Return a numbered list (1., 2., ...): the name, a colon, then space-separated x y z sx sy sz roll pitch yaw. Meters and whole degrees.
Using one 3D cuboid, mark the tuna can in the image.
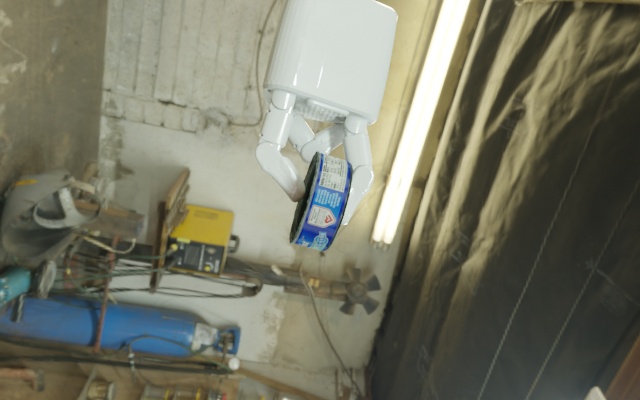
1. tuna can: 0.001 0.002 0.429 0.034 0.086 0.086 16 -2 -8
